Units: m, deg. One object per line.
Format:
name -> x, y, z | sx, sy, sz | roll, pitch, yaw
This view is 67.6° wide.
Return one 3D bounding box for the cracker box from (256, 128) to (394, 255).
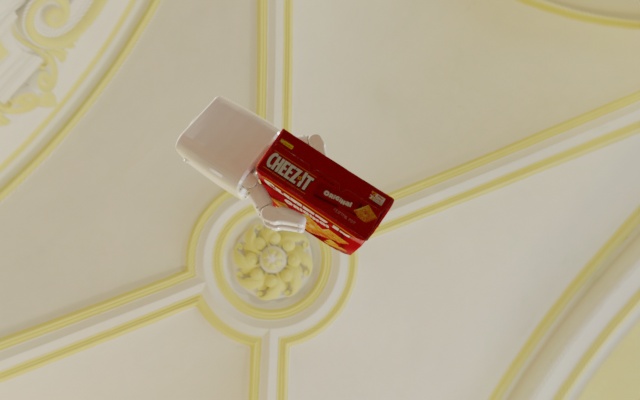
cracker box -> 0.000, 0.002, 0.673 | 0.164, 0.072, 0.214 | 32, -10, 4
